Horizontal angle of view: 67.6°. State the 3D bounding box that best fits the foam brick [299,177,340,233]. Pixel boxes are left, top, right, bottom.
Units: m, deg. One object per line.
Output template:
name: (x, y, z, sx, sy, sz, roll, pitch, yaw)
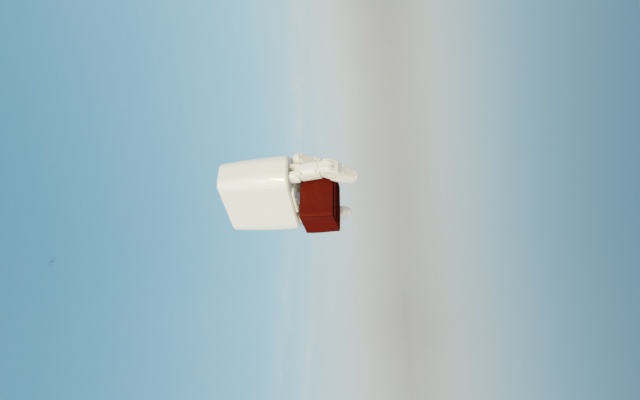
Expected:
foam brick: (0.000, 0.002, 0.697, 0.051, 0.078, 0.053, -5, -31, 9)
